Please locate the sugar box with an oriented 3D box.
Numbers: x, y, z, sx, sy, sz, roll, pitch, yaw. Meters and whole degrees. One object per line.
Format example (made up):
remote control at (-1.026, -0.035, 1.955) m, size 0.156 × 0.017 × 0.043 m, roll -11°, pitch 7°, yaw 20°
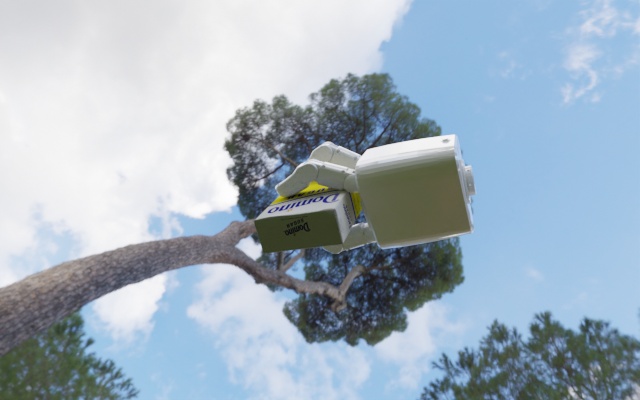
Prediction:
sugar box at (0.000, 0.001, 0.562) m, size 0.093 × 0.048 × 0.176 m, roll -9°, pitch 15°, yaw 19°
